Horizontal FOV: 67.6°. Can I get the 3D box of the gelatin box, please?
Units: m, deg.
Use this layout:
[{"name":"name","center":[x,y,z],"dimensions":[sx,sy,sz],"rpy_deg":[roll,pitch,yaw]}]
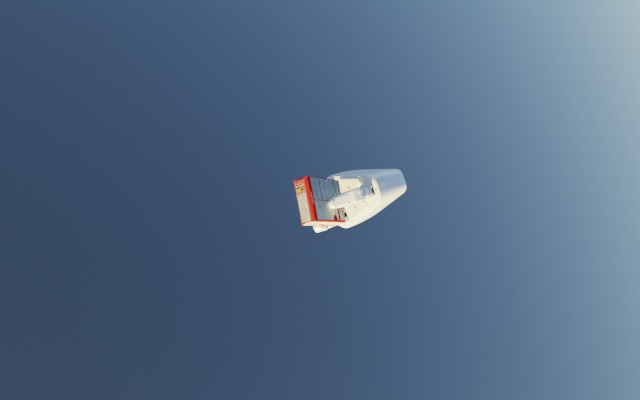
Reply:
[{"name":"gelatin box","center":[0.000,0.002,0.762],"dimensions":[0.030,0.073,0.089],"rpy_deg":[-18,-13,34]}]
